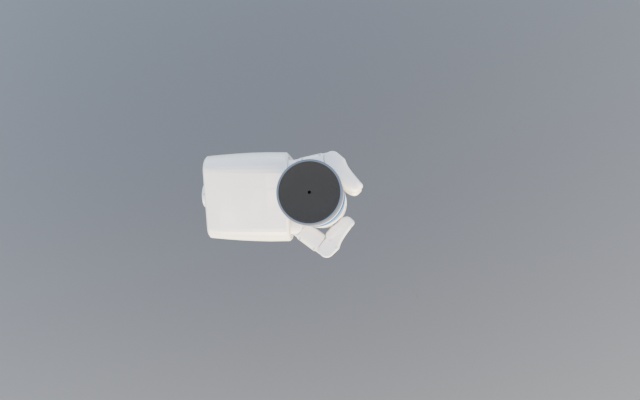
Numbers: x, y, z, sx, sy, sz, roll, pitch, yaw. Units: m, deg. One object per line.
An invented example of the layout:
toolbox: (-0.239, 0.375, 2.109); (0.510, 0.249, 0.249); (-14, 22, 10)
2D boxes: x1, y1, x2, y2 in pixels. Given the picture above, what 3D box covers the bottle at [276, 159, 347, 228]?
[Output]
bottle: (0.000, 0.002, 0.617); (0.069, 0.069, 0.296); (0, -4, 4)
